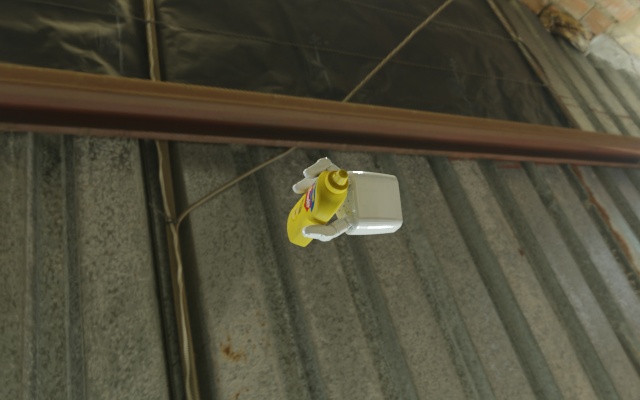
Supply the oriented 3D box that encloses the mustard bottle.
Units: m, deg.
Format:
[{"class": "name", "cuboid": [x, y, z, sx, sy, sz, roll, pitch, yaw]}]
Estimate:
[{"class": "mustard bottle", "cuboid": [0.000, 0.003, 0.866, 0.058, 0.096, 0.192, 23, -38, -14]}]
